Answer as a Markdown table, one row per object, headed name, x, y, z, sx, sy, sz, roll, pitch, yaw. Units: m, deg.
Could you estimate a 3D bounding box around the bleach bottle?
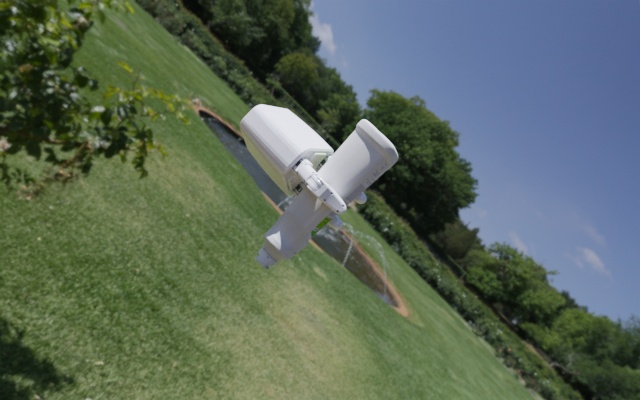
| name | x | y | z | sx | sy | sz | roll | pitch | yaw |
| --- | --- | --- | --- | --- | --- | --- | --- | --- | --- |
| bleach bottle | 0.000 | 0.002 | 0.686 | 0.068 | 0.251 | 0.102 | 46 | 4 | 15 |
